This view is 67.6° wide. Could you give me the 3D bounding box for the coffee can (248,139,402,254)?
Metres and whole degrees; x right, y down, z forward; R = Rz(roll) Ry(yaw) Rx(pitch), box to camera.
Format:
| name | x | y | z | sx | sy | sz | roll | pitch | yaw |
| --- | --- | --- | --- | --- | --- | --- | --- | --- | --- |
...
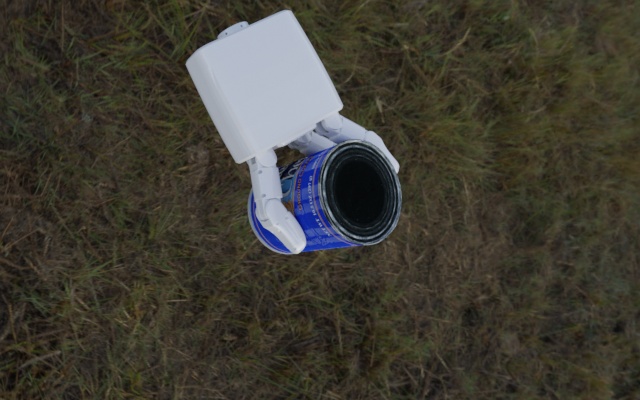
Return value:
| name | x | y | z | sx | sy | sz | roll | pitch | yaw |
| --- | --- | --- | --- | --- | --- | --- | --- | --- | --- |
| coffee can | 0.000 | 0.002 | 0.507 | 0.103 | 0.103 | 0.140 | 0 | -8 | -36 |
